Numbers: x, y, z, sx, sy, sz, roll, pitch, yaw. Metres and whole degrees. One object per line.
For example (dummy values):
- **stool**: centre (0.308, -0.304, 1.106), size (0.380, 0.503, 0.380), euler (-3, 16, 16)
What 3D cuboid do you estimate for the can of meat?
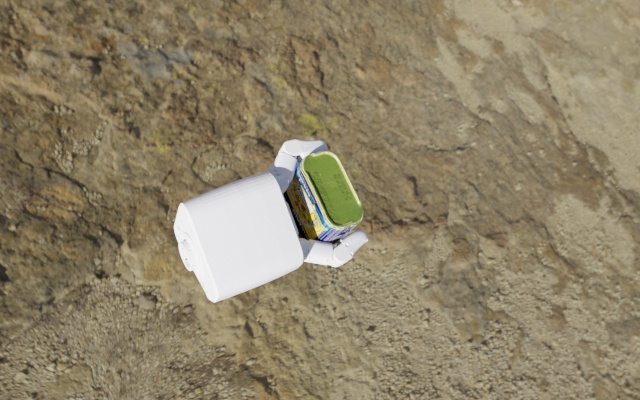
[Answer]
- **can of meat**: centre (0.000, 0.002, 0.574), size (0.057, 0.102, 0.084), euler (-19, -15, -28)
